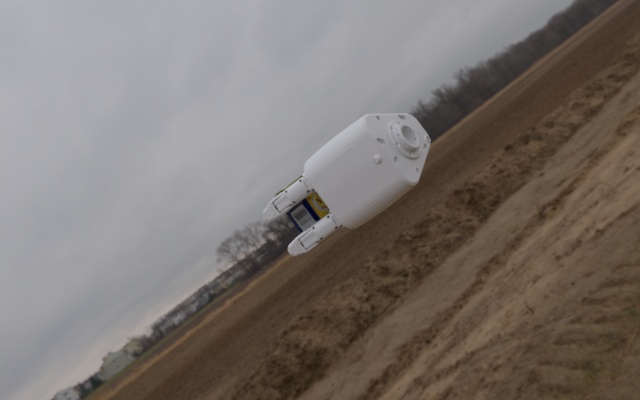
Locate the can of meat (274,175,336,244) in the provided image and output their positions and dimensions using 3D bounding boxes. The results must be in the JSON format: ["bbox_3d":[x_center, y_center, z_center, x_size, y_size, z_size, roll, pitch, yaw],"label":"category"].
[{"bbox_3d":[0.000,0.002,0.636,0.102,0.084,0.057,-36,-1,-45],"label":"can of meat"}]
